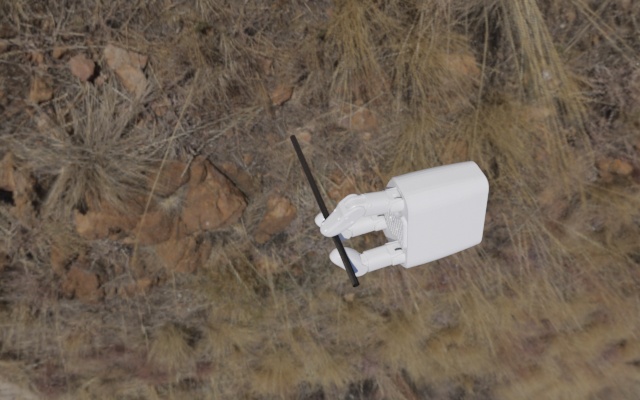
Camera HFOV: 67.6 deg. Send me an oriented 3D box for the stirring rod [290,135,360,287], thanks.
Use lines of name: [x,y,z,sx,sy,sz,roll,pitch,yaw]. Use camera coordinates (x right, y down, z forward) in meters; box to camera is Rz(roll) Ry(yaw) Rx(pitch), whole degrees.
stirring rod: [0.000,0.002,0.582,0.011,0.239,0.011,-15,-37,-11]
